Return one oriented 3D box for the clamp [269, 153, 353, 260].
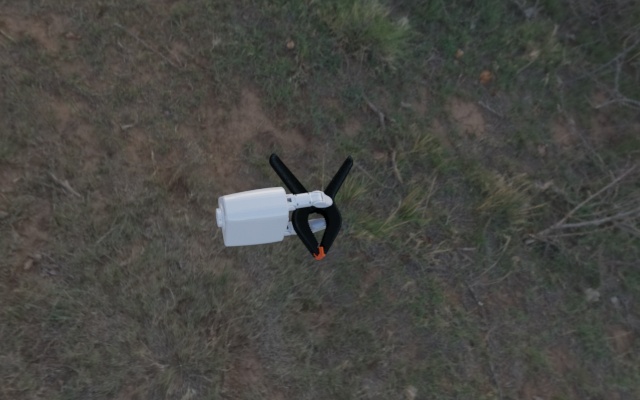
[{"bbox_3d":[0.000,0.003,0.894,0.164,0.210,0.036,-7,-16,-16],"label":"clamp"}]
